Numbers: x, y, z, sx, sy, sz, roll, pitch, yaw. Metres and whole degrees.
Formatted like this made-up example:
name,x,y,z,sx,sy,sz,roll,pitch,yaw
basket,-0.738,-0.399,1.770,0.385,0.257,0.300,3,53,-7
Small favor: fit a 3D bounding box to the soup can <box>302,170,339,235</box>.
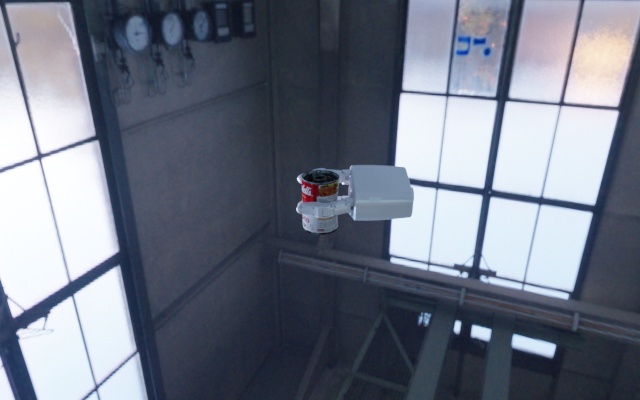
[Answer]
name,x,y,z,sx,sy,sz,roll,pitch,yaw
soup can,0.000,0.003,0.874,0.068,0.102,0.068,0,24,0
